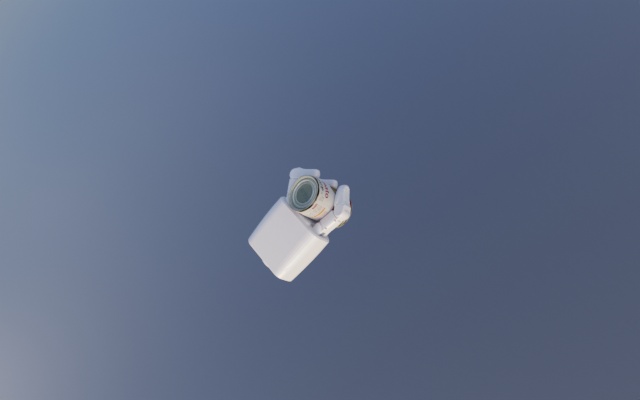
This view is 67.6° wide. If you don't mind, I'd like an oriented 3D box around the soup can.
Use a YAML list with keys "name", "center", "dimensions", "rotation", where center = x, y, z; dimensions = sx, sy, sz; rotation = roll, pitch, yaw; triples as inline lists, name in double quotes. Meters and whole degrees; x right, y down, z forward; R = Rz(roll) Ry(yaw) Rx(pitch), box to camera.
- name: "soup can"
  center: [0.000, 0.002, 0.845]
  dimensions: [0.068, 0.068, 0.102]
  rotation: [0, -18, 39]
